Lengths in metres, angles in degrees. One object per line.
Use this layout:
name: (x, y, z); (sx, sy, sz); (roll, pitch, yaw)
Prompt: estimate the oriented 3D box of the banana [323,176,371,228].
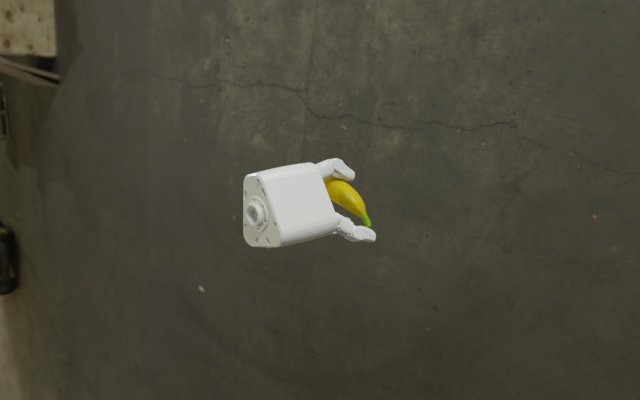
banana: (0.004, -0.014, 0.809); (0.037, 0.070, 0.197); (-17, 30, -42)
